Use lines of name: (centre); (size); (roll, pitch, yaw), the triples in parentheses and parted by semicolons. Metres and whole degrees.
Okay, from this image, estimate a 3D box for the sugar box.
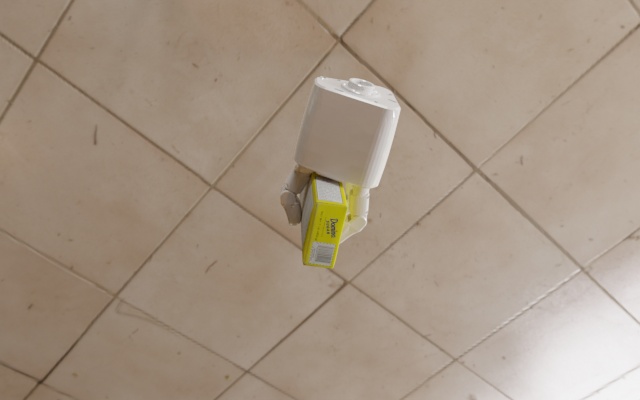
sugar box: (0.001, 0.002, 0.644); (0.048, 0.093, 0.176); (10, 28, -6)
